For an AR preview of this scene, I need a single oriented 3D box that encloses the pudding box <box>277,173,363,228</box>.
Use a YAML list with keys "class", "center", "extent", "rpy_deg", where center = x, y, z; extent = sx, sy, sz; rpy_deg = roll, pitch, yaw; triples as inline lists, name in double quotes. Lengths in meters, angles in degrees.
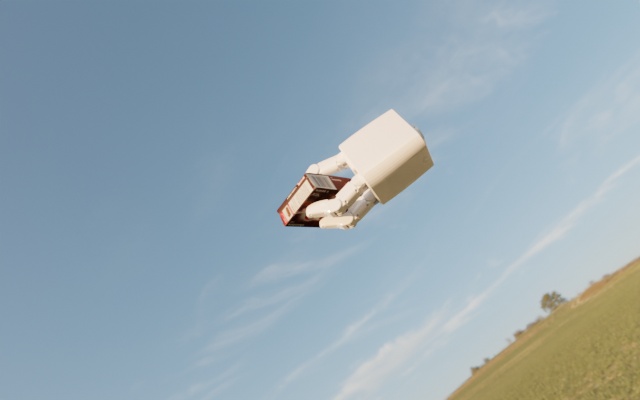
- class: "pudding box"
  center: [0.000, 0.002, 0.763]
  extent: [0.113, 0.039, 0.090]
  rpy_deg: [7, -48, -43]
